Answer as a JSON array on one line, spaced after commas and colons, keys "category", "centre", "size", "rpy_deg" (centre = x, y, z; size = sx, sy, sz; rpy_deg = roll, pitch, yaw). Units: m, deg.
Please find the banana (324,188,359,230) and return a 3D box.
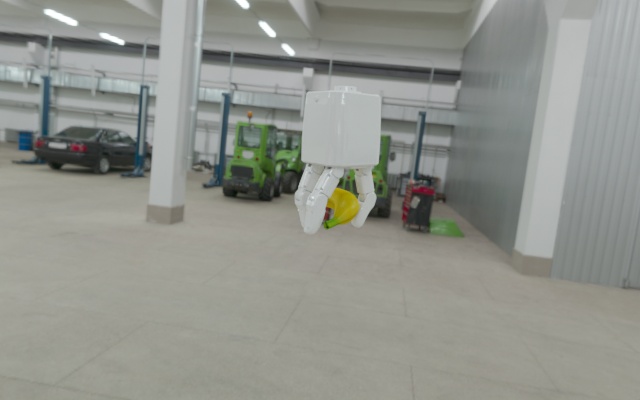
[{"category": "banana", "centre": [0.019, 0.002, 0.762], "size": [0.069, 0.037, 0.197], "rpy_deg": [-3, 12, -11]}]
